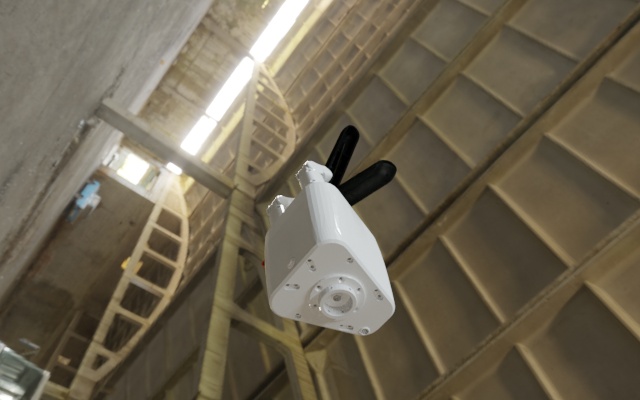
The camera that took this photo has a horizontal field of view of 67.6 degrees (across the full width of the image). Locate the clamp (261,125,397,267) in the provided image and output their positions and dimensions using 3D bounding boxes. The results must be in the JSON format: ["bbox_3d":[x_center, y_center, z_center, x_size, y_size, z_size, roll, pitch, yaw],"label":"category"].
[{"bbox_3d":[0.000,0.003,0.589,0.036,0.210,0.164,34,19,-21],"label":"clamp"}]
